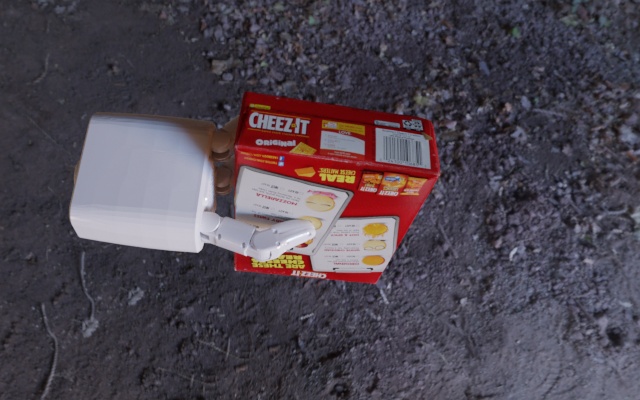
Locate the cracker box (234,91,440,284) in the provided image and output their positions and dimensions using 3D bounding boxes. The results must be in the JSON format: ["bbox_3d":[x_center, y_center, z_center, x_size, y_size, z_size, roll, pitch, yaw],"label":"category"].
[{"bbox_3d":[0.000,0.002,0.468,0.164,0.072,0.214,7,-34,-5],"label":"cracker box"}]
